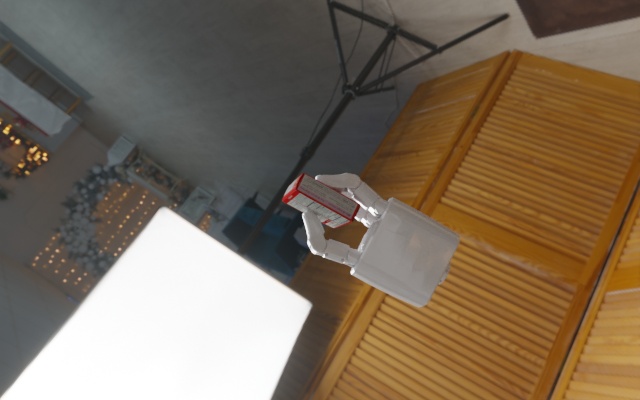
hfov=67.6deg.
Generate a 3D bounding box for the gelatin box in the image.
[{"bbox_3d":[0.000,0.002,0.643,0.089,0.030,0.073,28,-18,-11],"label":"gelatin box"}]
